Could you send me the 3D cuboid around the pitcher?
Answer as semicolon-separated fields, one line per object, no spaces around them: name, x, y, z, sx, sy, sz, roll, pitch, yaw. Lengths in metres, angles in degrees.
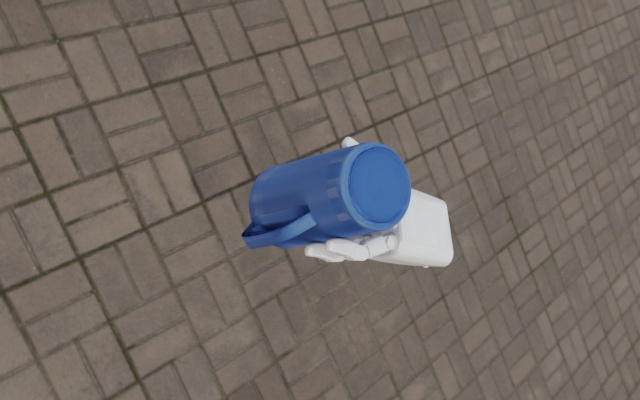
pitcher;0.000;0.002;0.656;0.145;0.149;0.243;16;-15;-29
